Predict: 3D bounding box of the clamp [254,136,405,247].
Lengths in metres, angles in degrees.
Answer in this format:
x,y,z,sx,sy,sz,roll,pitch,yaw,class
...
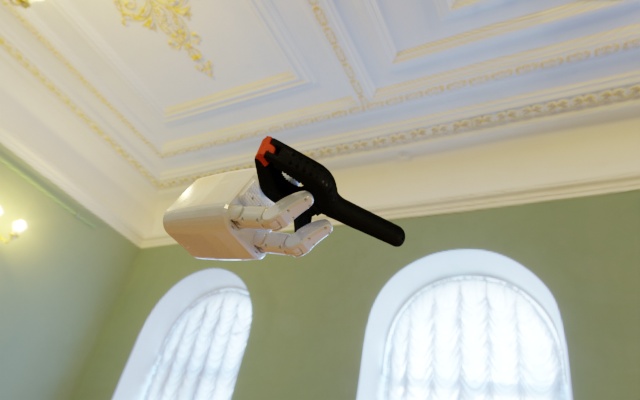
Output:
x,y,z,sx,sy,sz,roll,pitch,yaw,class
0.000,0.001,0.574,0.164,0.036,0.210,-3,-38,29,clamp
